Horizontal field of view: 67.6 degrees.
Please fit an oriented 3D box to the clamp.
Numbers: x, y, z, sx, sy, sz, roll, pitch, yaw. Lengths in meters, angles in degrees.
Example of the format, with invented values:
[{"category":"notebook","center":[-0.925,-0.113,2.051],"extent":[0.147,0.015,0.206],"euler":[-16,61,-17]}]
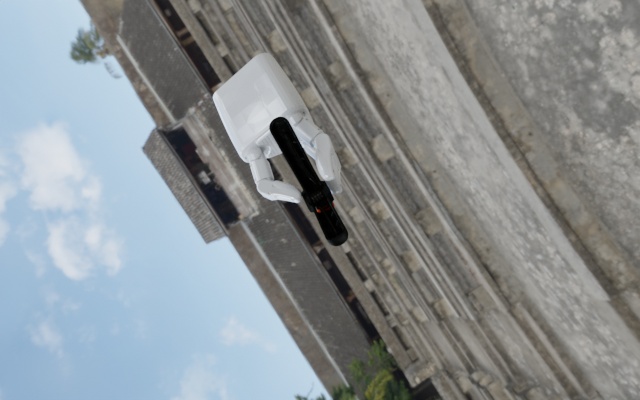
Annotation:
[{"category":"clamp","center":[-0.001,0.002,0.614],"extent":[0.036,0.164,0.210],"euler":[-27,-21,1]}]
